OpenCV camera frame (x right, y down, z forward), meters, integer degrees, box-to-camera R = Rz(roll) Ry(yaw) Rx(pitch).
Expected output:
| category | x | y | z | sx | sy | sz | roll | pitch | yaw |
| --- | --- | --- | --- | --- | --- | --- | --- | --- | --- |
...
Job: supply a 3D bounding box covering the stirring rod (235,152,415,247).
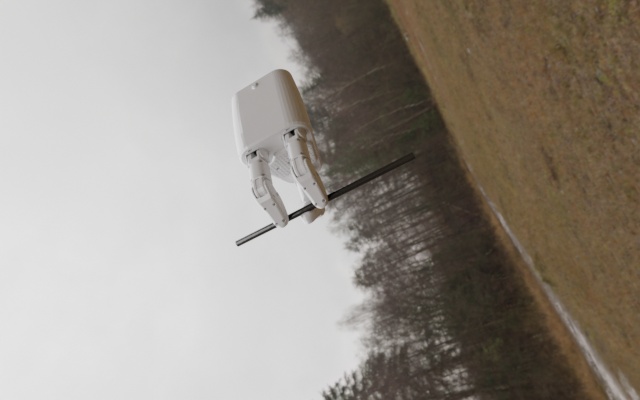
| category | x | y | z | sx | sy | sz | roll | pitch | yaw |
| --- | --- | --- | --- | --- | --- | --- | --- | --- | --- |
| stirring rod | 0.000 | 0.002 | 0.563 | 0.239 | 0.011 | 0.011 | -27 | -8 | 15 |
